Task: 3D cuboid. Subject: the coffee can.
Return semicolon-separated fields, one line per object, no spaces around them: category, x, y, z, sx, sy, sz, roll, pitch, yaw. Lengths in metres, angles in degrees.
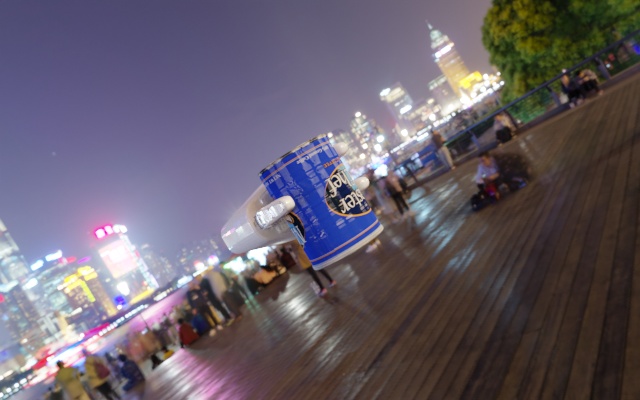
coffee can;0.000;0.002;0.605;0.103;0.140;0.103;-31;1;0
